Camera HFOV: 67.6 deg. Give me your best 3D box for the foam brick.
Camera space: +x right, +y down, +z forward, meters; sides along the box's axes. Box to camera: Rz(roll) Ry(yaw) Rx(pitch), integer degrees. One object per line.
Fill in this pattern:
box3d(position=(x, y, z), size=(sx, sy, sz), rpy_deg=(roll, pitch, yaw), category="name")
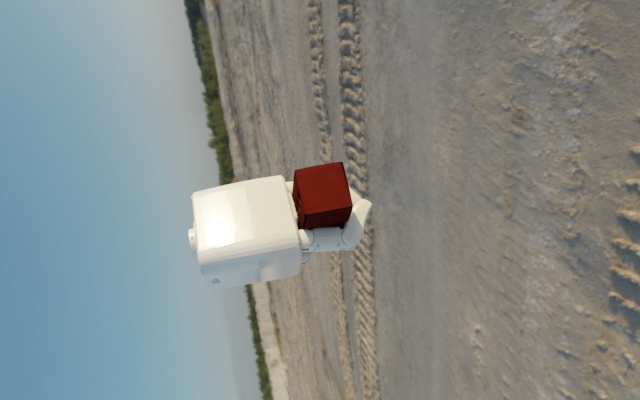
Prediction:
box3d(position=(0.000, 0.001, 0.513), size=(0.051, 0.053, 0.078), rpy_deg=(-9, -22, -9), category="foam brick")
